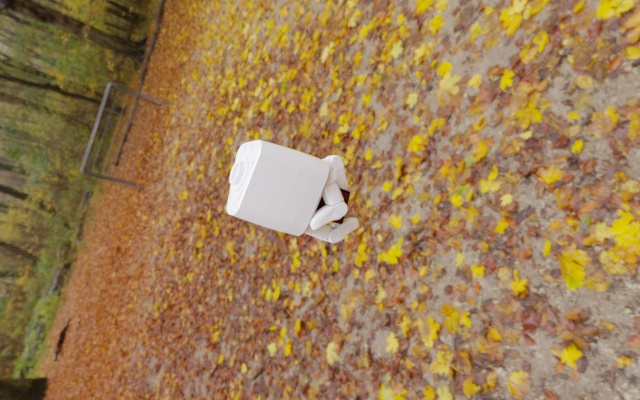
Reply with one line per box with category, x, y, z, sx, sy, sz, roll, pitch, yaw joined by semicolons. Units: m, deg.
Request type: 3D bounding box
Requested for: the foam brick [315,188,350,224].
foam brick;0.000;0.002;0.730;0.051;0.053;0.078;18;-6;-28
